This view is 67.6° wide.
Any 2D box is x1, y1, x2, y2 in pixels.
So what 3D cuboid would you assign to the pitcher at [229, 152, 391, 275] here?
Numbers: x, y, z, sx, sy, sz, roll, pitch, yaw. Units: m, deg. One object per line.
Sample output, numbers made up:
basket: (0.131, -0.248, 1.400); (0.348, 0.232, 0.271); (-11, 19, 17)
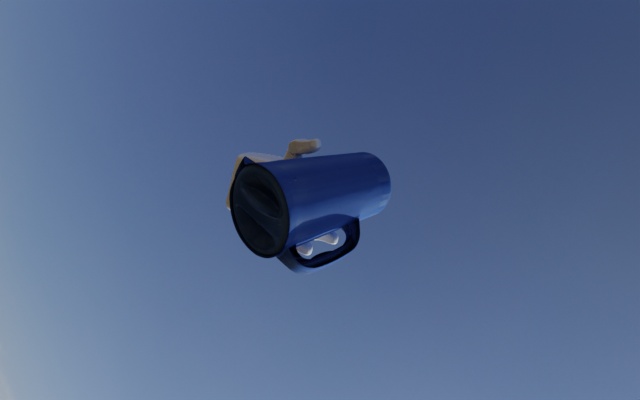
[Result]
pitcher: (0.000, 0.002, 0.721); (0.243, 0.149, 0.145); (-14, 23, -42)
